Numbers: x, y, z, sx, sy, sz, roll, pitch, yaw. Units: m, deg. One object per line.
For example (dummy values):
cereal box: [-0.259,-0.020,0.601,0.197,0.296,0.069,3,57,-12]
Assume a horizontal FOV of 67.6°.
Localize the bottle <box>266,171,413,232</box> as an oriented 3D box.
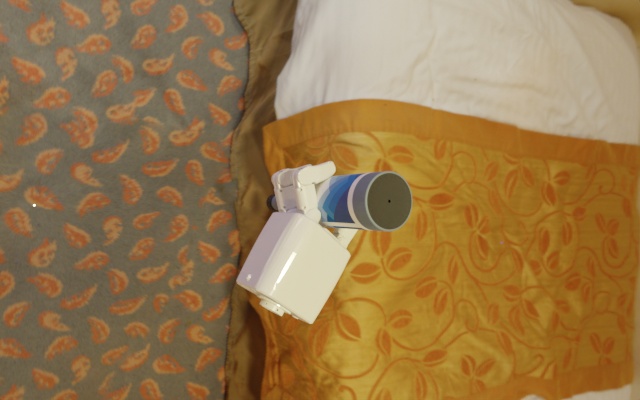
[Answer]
bottle: [0.000,0.002,0.646,0.069,0.069,0.295,0,-1,-31]
